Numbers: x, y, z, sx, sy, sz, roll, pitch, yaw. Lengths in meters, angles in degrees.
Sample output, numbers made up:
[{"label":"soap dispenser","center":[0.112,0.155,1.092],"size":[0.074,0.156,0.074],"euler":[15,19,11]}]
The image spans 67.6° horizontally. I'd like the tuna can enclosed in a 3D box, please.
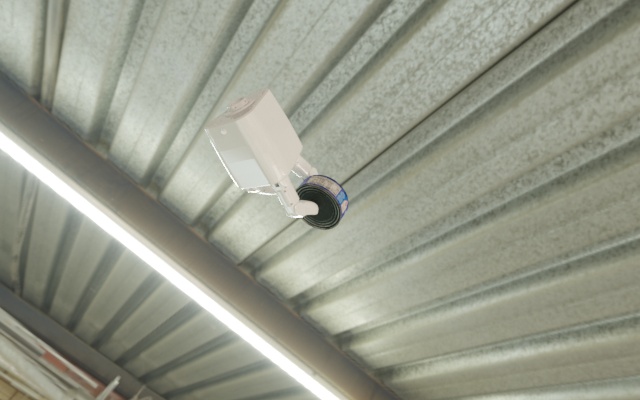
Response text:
[{"label":"tuna can","center":[0.000,0.002,0.753],"size":[0.086,0.086,0.033],"euler":[0,34,32]}]
